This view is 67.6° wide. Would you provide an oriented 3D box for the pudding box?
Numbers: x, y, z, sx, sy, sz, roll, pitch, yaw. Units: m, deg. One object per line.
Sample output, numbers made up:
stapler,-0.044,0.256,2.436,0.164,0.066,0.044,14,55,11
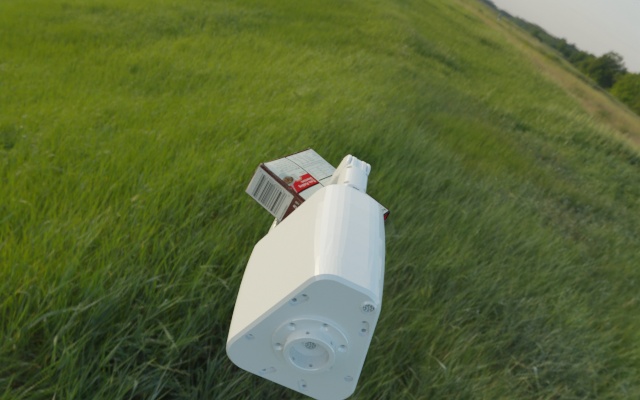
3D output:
pudding box,0.000,0.001,0.457,0.113,0.039,0.090,41,31,15
